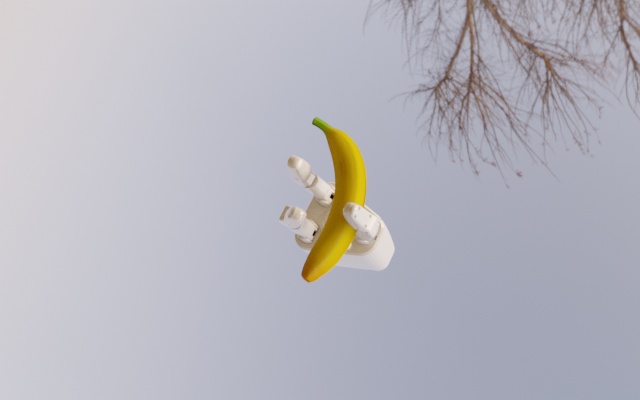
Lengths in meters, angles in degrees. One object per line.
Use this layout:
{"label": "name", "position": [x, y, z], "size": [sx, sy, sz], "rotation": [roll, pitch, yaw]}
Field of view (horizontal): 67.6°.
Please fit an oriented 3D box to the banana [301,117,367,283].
{"label": "banana", "position": [0.019, -0.001, 0.560], "size": [0.069, 0.197, 0.037], "rotation": [2, -16, 5]}
